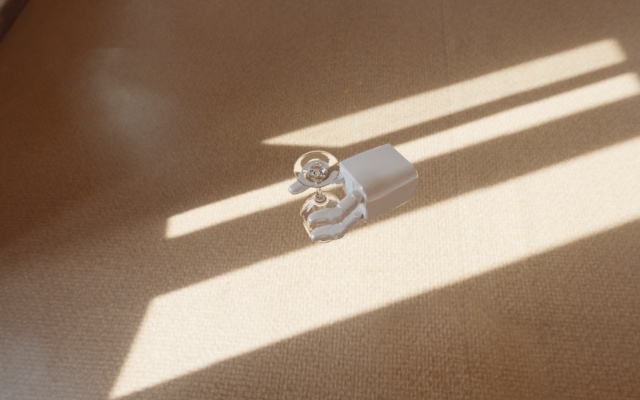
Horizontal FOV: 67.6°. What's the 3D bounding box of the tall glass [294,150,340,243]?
[{"bbox_3d":[0.000,0.002,0.845,0.079,0.079,0.201,0,-33,4],"label":"tall glass"}]
